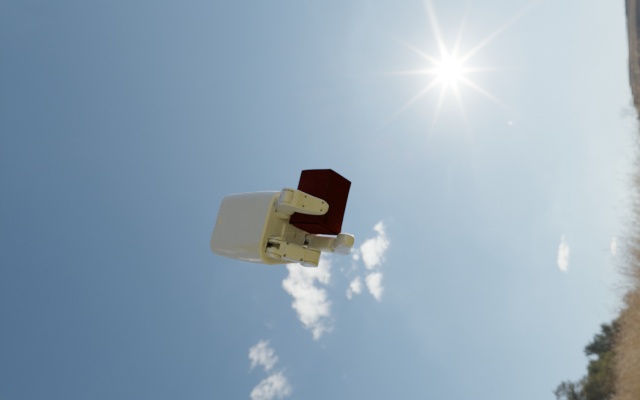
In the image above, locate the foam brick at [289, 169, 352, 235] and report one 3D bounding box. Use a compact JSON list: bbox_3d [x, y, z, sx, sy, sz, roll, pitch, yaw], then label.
[{"bbox_3d":[0.000,0.002,0.637,0.051,0.078,0.053,1,-20,38],"label":"foam brick"}]
